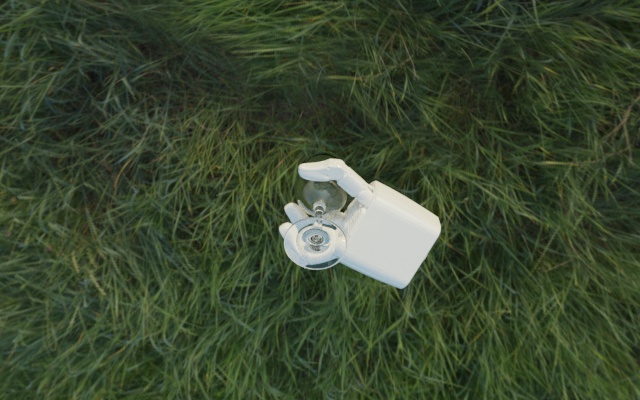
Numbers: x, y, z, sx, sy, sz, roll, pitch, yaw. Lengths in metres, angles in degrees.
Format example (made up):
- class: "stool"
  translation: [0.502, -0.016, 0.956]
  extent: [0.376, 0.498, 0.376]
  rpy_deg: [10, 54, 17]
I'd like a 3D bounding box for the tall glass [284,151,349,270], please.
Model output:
- class: "tall glass"
  translation: [0.000, 0.002, 0.642]
  extent: [0.079, 0.079, 0.201]
  rpy_deg: [0, 30, 4]
